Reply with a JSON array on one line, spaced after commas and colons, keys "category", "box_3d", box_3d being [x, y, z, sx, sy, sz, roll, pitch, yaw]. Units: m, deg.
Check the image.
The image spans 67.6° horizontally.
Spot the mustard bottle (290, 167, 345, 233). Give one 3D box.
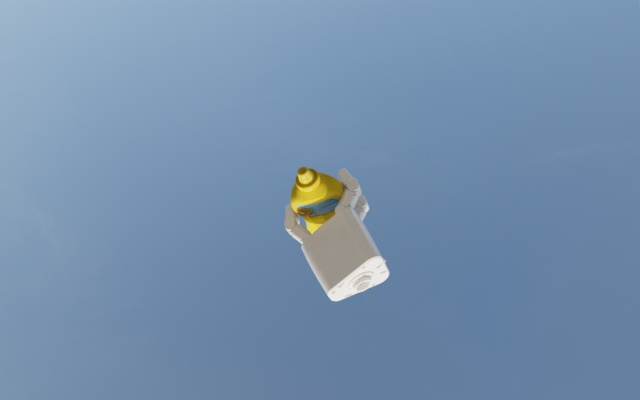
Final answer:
[{"category": "mustard bottle", "box_3d": [0.000, 0.003, 0.842, 0.096, 0.058, 0.192, -11, -34, 14]}]
